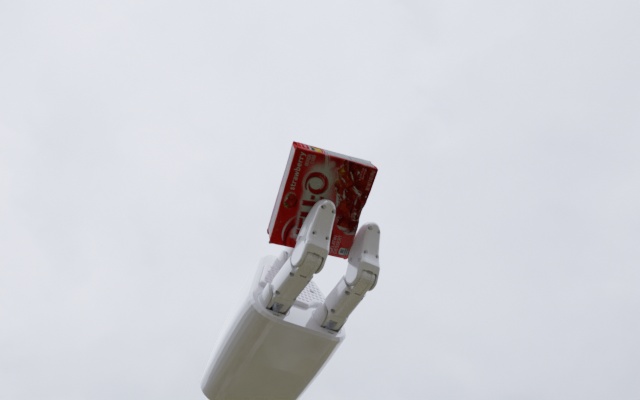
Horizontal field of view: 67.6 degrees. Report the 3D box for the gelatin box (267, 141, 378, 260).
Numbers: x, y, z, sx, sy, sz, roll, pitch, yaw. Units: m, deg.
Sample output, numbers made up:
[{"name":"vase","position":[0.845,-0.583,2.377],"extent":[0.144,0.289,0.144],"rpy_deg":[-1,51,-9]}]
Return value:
[{"name":"gelatin box","position":[0.000,0.001,0.412],"extent":[0.073,0.089,0.030],"rpy_deg":[14,16,-14]}]
